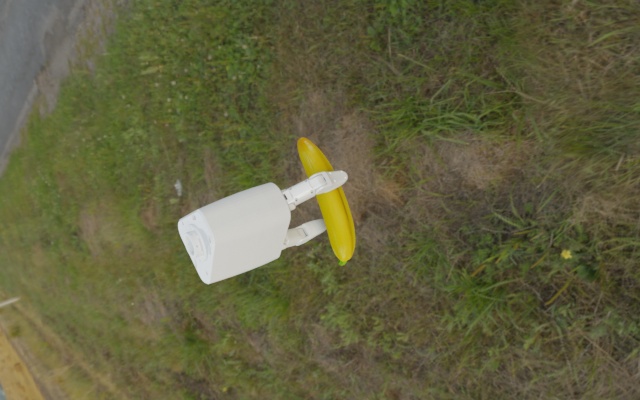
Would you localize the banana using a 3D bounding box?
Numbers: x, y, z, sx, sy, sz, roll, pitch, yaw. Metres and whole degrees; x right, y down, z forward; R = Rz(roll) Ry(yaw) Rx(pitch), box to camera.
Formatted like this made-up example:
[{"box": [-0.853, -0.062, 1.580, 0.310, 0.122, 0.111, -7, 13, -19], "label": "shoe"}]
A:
[{"box": [0.011, 0.005, 0.667, 0.037, 0.198, 0.069, -21, 9, -30], "label": "banana"}]
